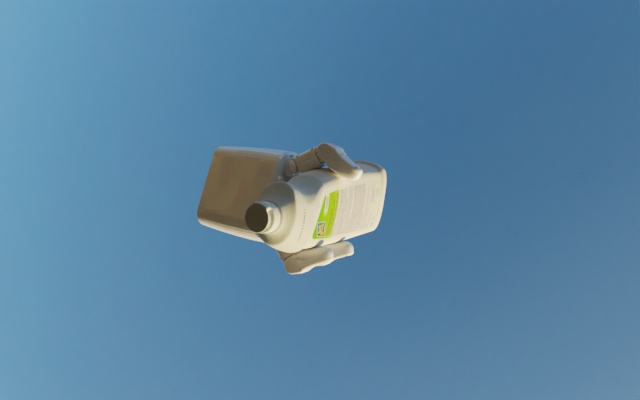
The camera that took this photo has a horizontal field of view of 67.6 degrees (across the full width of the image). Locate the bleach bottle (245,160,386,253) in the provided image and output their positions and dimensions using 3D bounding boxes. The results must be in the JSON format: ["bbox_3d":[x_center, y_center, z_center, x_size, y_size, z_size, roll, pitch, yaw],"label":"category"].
[{"bbox_3d":[0.000,0.002,0.562,0.068,0.102,0.251,10,8,28],"label":"bleach bottle"}]
